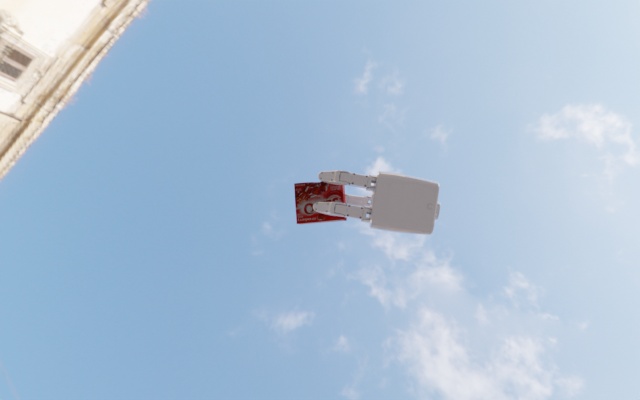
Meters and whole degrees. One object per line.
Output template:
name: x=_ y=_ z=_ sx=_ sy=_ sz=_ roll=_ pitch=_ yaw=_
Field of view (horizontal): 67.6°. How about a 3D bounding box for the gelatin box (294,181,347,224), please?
gelatin box: x=0.000 y=0.003 z=0.847 sx=0.089 sy=0.073 sz=0.030 roll=-5 pitch=-6 yaw=9
